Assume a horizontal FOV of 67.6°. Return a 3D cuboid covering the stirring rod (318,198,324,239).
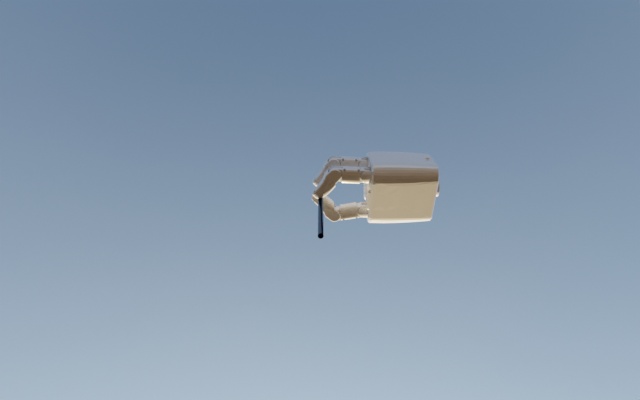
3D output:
[{"bbox_3d":[0.000,0.003,0.748,0.011,0.011,0.239,0,22,0],"label":"stirring rod"}]
